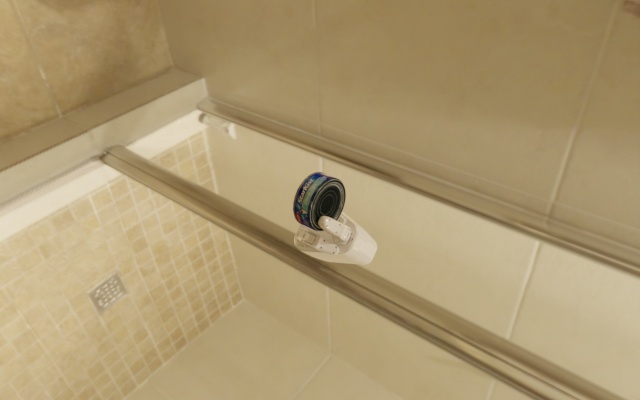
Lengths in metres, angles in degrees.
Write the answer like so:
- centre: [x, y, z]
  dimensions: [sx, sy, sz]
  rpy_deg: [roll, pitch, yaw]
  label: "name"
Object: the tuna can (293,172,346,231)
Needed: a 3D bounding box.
- centre: [0.001, 0.003, 0.717]
  dimensions: [0.033, 0.086, 0.086]
  rpy_deg: [23, 14, 35]
  label: "tuna can"
